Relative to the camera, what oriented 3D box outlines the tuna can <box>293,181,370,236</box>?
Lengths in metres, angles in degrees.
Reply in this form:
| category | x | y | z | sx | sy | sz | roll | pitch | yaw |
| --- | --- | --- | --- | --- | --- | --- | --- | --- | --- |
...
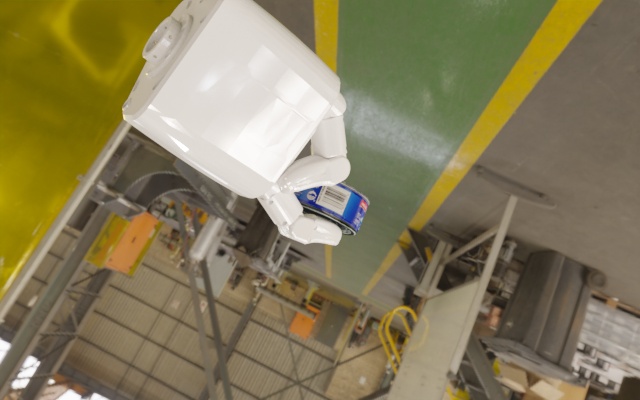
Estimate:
| category | x | y | z | sx | sy | sz | roll | pitch | yaw |
| --- | --- | --- | --- | --- | --- | --- | --- | --- | --- |
| tuna can | 0.000 | 0.002 | 0.442 | 0.086 | 0.033 | 0.086 | 22 | -11 | 4 |
